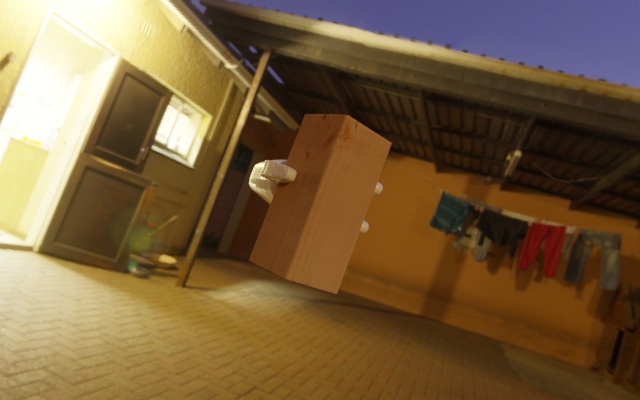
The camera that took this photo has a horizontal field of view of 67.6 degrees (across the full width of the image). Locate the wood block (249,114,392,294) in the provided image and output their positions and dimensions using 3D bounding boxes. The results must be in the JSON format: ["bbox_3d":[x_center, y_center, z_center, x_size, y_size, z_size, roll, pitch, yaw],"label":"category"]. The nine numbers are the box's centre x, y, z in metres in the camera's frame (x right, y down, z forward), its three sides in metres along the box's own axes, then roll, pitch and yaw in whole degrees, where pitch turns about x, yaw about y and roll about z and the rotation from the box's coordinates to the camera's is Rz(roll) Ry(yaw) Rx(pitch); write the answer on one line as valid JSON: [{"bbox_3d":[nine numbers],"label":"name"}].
[{"bbox_3d":[0.000,0.002,0.614,0.091,0.206,0.090,24,-6,-38],"label":"wood block"}]
